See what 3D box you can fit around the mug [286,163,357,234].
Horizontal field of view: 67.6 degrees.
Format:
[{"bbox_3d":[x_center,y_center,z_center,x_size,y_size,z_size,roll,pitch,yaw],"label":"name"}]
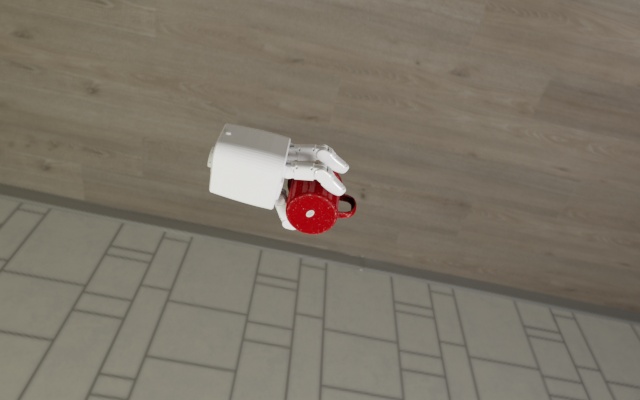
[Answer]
[{"bbox_3d":[0.001,0.003,0.763,0.117,0.093,0.081,14,36,-5],"label":"mug"}]
